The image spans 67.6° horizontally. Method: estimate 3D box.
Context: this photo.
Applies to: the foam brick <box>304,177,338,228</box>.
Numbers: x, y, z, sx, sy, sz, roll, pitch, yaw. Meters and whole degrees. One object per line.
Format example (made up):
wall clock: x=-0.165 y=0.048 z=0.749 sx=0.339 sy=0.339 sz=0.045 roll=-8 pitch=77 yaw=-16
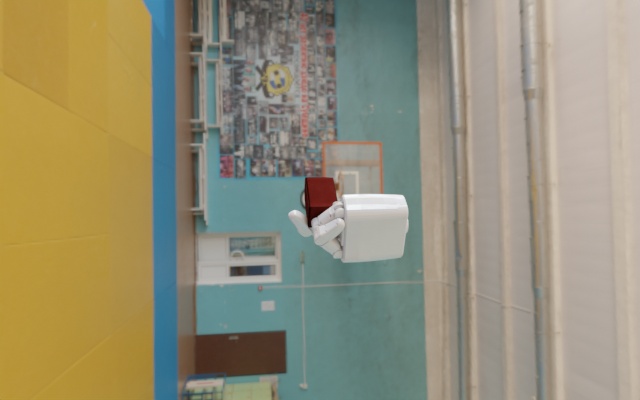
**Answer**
foam brick: x=0.000 y=0.002 z=0.841 sx=0.051 sy=0.053 sz=0.078 roll=-2 pitch=45 yaw=-6
